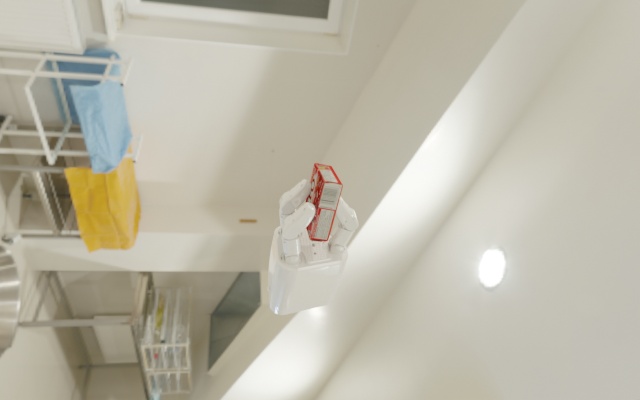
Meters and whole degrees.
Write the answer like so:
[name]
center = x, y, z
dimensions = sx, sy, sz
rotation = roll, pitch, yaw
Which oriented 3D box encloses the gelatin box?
[gelatin box]
center = 0.001, 0.002, 0.667
dimensions = 0.030, 0.089, 0.073
rotation = 8, 23, -15
